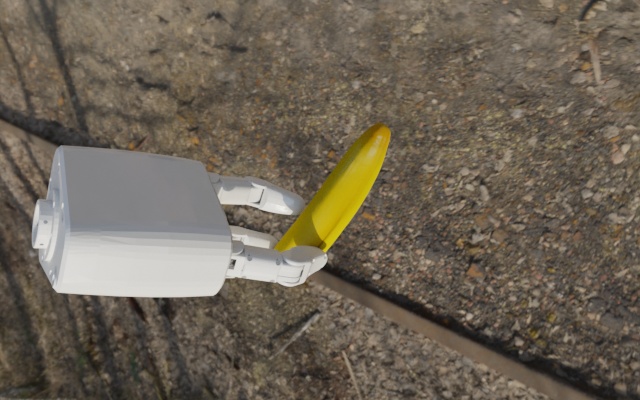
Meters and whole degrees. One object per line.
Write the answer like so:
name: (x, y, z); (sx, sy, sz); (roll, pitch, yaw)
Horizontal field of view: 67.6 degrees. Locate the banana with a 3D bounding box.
banana: (-0.002, 0.015, 0.432); (0.037, 0.198, 0.069); (27, 35, -19)
